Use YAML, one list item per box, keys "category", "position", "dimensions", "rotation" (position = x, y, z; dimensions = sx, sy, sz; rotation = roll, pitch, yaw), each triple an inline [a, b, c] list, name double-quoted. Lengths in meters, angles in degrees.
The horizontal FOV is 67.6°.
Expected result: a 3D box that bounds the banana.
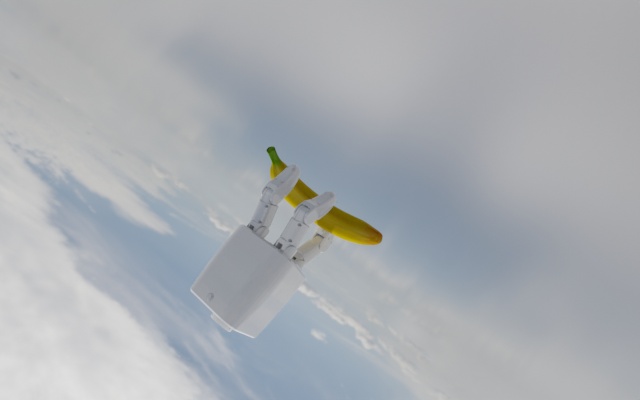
- category: "banana"
  position: [-0.003, 0.007, 0.648]
  dimensions: [0.198, 0.037, 0.070]
  rotation: [37, -18, 13]
